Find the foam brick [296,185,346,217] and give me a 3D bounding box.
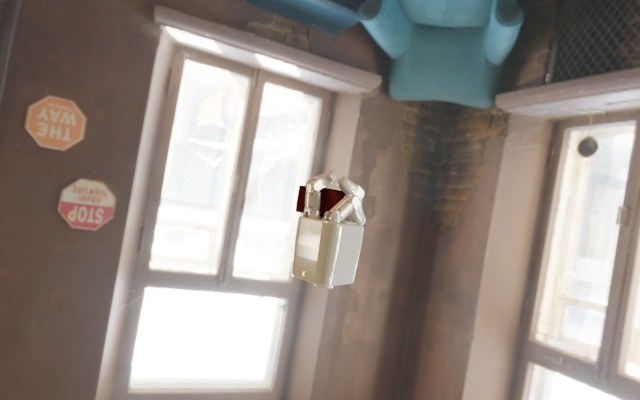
[{"bbox_3d":[0.000,0.003,0.868,0.053,0.051,0.078,8,0,-41],"label":"foam brick"}]
